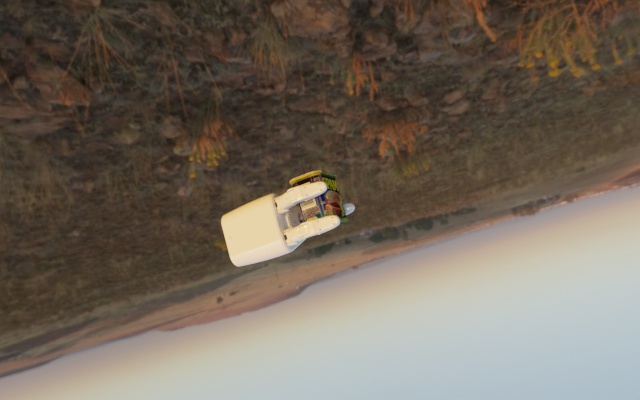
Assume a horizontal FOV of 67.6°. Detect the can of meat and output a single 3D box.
[{"bbox_3d":[0.000,0.003,0.780,0.057,0.084,0.102,-20,-9,19],"label":"can of meat"}]
